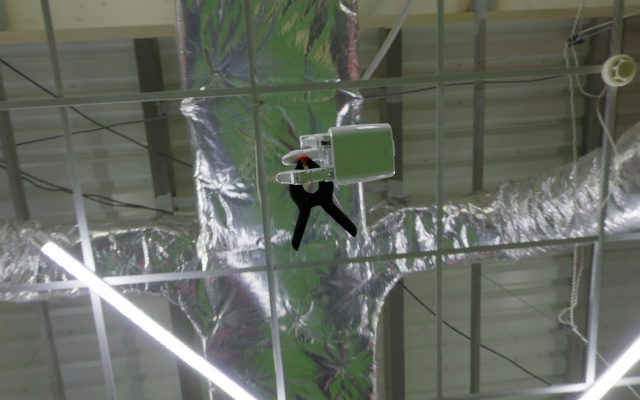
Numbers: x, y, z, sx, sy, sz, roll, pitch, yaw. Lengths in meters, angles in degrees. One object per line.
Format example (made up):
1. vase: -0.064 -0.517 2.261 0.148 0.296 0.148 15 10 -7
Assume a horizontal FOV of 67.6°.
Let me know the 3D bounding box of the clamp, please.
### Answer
1. clamp: 0.000 0.003 0.853 0.120 0.171 0.039 -7 12 -4
